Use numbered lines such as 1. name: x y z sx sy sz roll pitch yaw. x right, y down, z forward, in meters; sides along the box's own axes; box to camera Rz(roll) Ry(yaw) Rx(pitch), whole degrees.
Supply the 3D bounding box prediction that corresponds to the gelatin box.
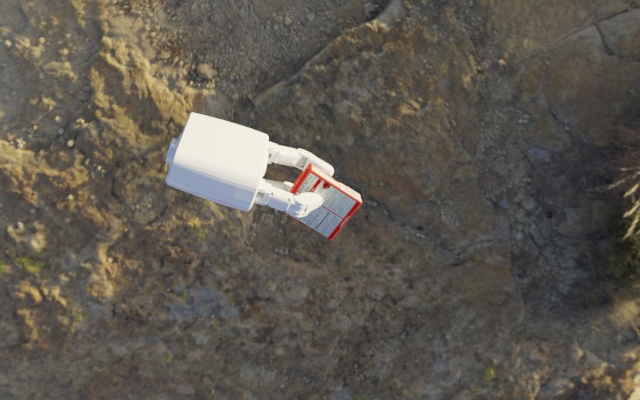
1. gelatin box: 0.000 0.003 0.657 0.089 0.073 0.030 32 21 -15
